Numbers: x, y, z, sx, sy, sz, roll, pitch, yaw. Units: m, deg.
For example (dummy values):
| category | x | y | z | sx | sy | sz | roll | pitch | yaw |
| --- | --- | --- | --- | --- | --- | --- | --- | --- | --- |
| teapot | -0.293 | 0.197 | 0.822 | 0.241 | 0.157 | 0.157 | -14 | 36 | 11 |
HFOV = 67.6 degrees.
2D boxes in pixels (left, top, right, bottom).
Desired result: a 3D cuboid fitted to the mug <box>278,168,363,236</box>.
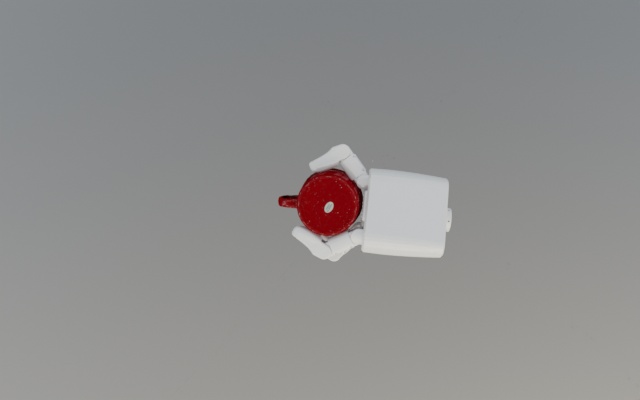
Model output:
| category | x | y | z | sx | sy | sz | roll | pitch | yaw |
| --- | --- | --- | --- | --- | --- | --- | --- | --- | --- |
| mug | -0.001 | 0.002 | 0.653 | 0.117 | 0.093 | 0.081 | 5 | 5 | 4 |
